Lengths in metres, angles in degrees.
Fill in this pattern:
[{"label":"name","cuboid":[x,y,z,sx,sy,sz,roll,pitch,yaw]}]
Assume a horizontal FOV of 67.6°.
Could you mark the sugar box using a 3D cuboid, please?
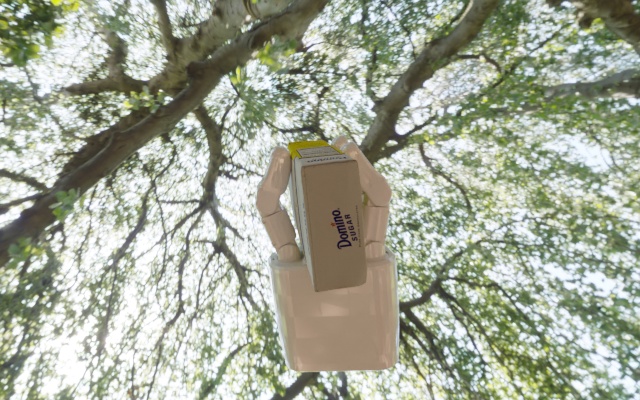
[{"label":"sugar box","cuboid":[0.001,0.001,0.410,0.048,0.093,0.176,-8,13,-8]}]
